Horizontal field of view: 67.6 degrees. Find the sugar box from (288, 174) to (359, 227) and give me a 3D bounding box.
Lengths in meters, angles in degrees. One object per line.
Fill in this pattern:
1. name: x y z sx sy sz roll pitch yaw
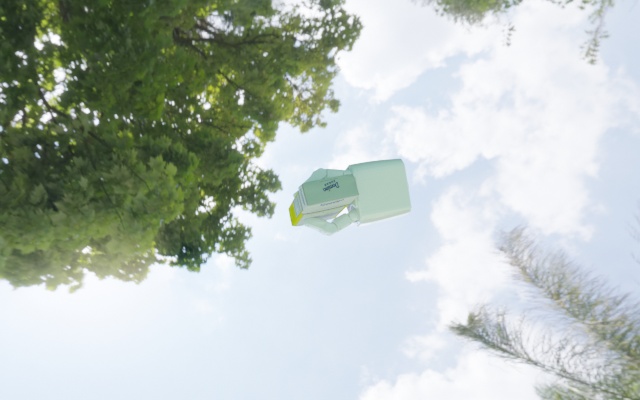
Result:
1. sugar box: 0.000 0.002 0.859 0.093 0.048 0.176 -12 -14 -15
